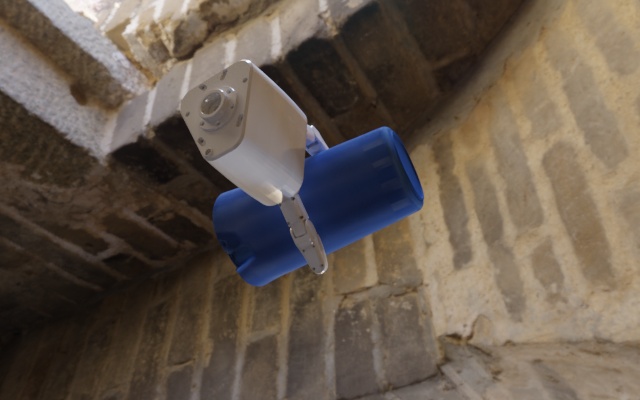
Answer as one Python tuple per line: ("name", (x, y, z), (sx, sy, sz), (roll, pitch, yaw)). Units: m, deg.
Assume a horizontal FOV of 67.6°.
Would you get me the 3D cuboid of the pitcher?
("pitcher", (0.000, 0.002, 0.606), (0.243, 0.149, 0.145), (-24, -33, 19))
